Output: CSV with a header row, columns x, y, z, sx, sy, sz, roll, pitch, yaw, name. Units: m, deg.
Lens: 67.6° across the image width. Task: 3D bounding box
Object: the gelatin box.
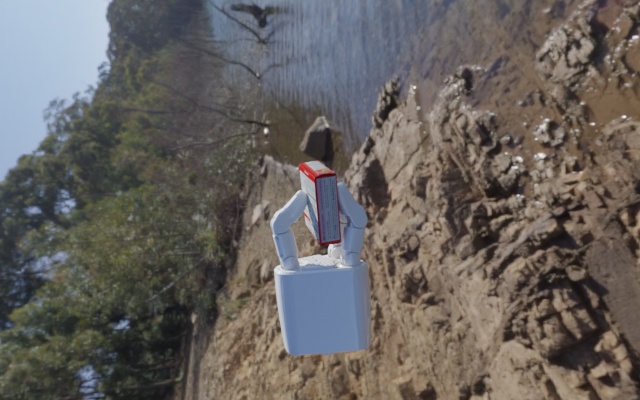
x,y,z,sx,sy,sz,roll,pitch,yaw,name
0.000,0.002,0.589,0.030,0.089,0.073,-10,19,-13,gelatin box
